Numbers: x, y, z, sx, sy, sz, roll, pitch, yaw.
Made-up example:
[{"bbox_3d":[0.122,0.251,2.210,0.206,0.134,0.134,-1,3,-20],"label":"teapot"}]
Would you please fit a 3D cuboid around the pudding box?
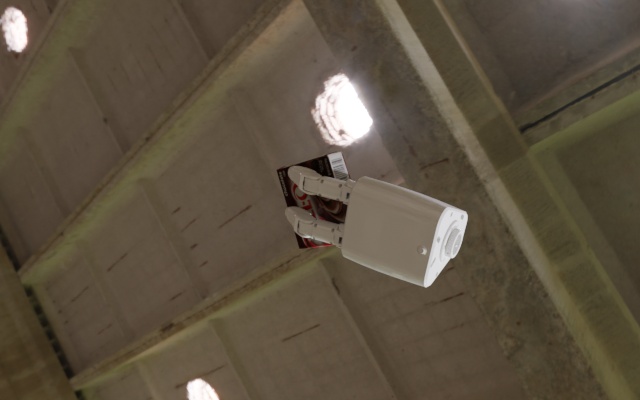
[{"bbox_3d":[0.000,0.002,0.608,0.090,0.113,0.039,-13,3,39],"label":"pudding box"}]
